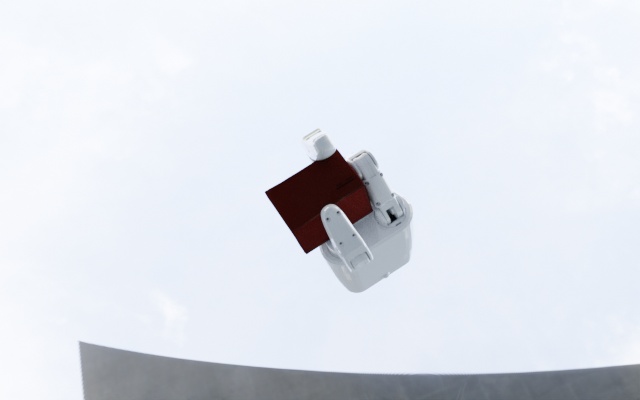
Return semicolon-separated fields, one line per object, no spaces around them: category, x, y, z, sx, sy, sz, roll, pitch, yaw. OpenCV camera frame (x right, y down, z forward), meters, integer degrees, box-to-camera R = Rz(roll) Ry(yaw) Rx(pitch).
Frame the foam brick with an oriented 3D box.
foam brick;0.000;0.001;0.436;0.078;0.053;0.051;-32;-31;-5
